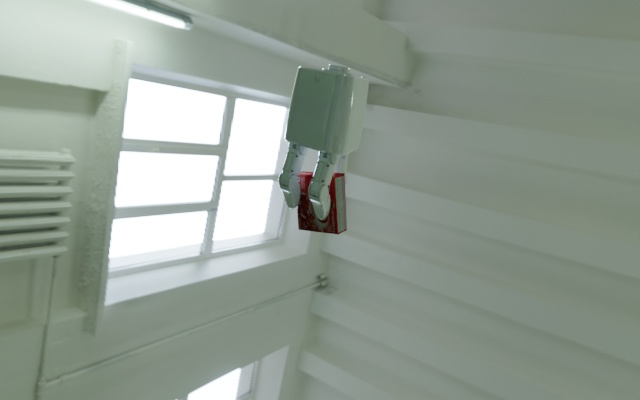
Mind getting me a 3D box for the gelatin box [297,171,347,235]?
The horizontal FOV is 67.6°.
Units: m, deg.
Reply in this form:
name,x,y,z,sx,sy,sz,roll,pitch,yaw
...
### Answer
name,x,y,z,sx,sy,sz,roll,pitch,yaw
gelatin box,0.000,0.003,0.712,0.073,0.089,0.030,4,14,35
